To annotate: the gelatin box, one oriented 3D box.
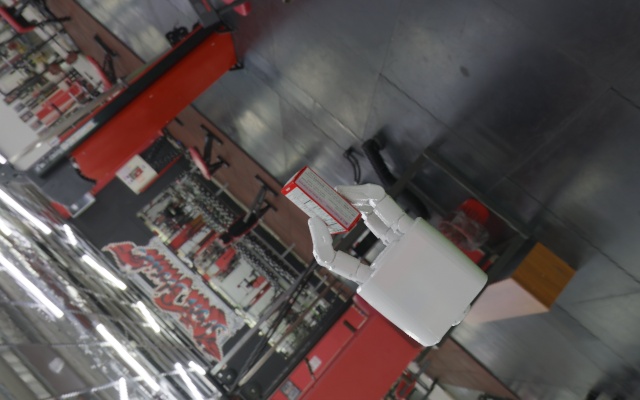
[{"bbox_3d":[0.000,0.002,0.573,0.089,0.030,0.073,40,-15,-7],"label":"gelatin box"}]
